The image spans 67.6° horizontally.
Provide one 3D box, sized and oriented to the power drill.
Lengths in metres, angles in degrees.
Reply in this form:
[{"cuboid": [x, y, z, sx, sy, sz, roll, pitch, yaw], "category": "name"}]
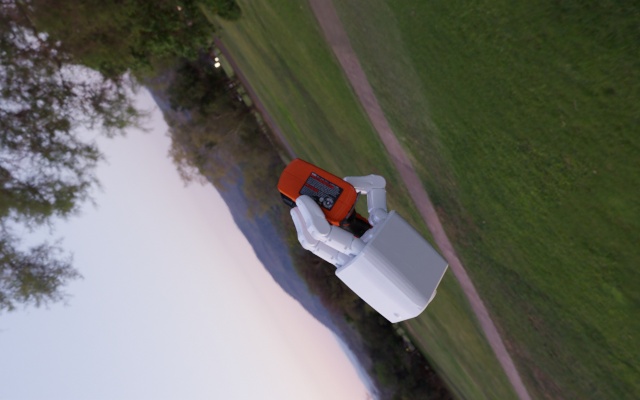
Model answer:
[{"cuboid": [0.000, 0.002, 0.709, 0.184, 0.057, 0.188, 27, -8, 18], "category": "power drill"}]
